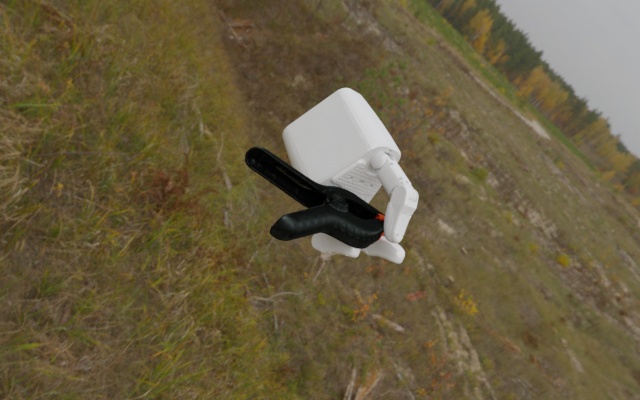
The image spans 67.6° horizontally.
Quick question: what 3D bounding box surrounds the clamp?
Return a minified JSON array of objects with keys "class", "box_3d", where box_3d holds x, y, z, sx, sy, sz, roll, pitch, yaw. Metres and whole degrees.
[{"class":"clamp","box_3d":[0.001,0.001,0.482,0.171,0.120,0.039,16,-52,-44]}]
